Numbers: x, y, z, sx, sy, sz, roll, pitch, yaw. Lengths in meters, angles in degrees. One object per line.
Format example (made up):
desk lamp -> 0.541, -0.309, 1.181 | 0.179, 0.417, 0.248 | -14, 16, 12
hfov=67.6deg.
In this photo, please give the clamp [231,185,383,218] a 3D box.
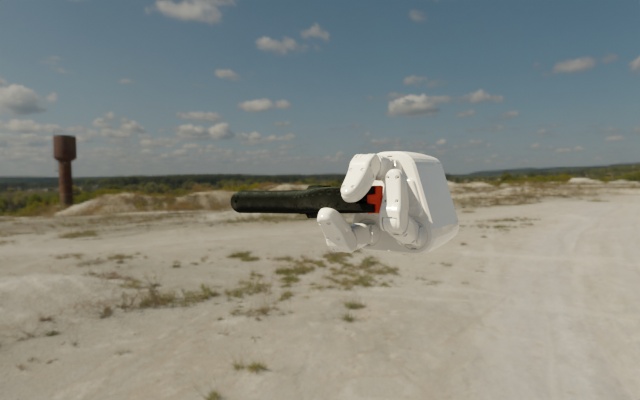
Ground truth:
clamp -> 0.000, 0.001, 0.529 | 0.171, 0.039, 0.120 | 1, 4, 32
